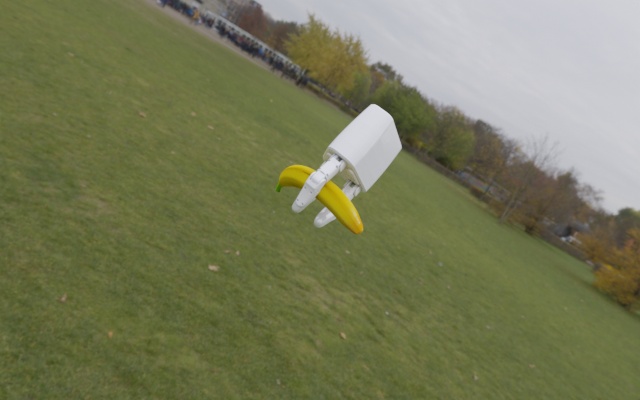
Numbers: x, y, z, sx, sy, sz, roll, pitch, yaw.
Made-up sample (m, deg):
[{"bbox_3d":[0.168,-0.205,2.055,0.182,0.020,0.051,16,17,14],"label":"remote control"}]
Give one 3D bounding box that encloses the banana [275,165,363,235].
[{"bbox_3d":[-0.004,-0.013,0.777,0.037,0.070,0.197,-35,46,-29],"label":"banana"}]
